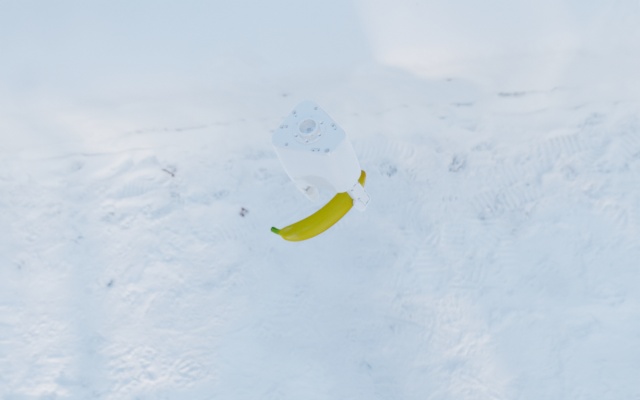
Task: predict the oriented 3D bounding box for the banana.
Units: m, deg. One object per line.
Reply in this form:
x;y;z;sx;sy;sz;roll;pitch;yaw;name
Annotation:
0.006;0.018;0.824;0.198;0.069;0.037;-32;-33;0;banana
